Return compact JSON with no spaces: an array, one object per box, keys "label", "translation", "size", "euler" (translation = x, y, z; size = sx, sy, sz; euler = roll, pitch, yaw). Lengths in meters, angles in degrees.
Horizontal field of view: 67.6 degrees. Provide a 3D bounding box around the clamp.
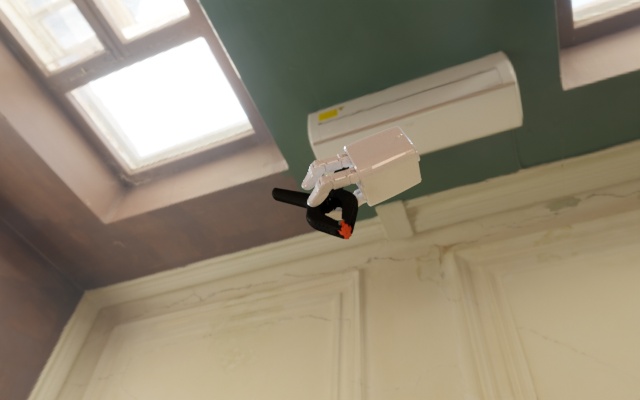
[{"label":"clamp","translation":[0.001,0.004,0.858],"size":[0.164,0.036,0.209],"euler":[-23,37,1]}]
